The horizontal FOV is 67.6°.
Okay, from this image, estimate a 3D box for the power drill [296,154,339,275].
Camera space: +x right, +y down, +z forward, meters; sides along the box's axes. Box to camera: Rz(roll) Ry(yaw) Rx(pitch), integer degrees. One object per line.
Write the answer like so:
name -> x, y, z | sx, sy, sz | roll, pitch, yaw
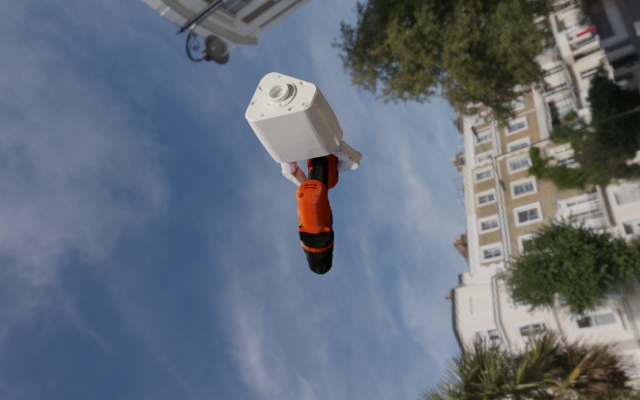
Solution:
power drill -> 0.000, 0.002, 0.780 | 0.057, 0.185, 0.187 | 0, 42, 4
